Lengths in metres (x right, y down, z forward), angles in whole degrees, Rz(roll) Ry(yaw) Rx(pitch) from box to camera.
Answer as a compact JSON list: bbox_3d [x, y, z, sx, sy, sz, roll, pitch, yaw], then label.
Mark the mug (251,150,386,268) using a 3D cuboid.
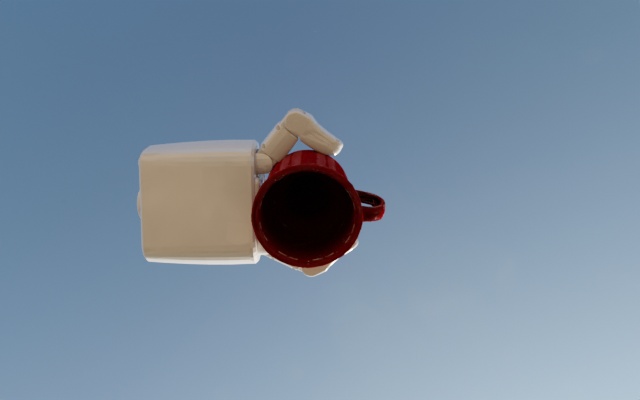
[{"bbox_3d":[0.002,0.001,0.434,0.117,0.093,0.081,0,20,-1],"label":"mug"}]
